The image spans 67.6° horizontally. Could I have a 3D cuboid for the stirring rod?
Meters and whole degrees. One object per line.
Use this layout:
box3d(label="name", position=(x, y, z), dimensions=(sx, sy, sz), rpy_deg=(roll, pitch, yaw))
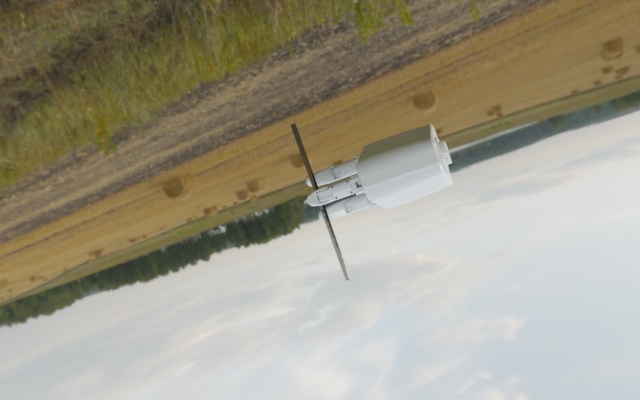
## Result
box3d(label="stirring rod", position=(0.000, 0.002, 0.696), dimensions=(0.011, 0.239, 0.011), rpy_deg=(-20, 0, 0))
